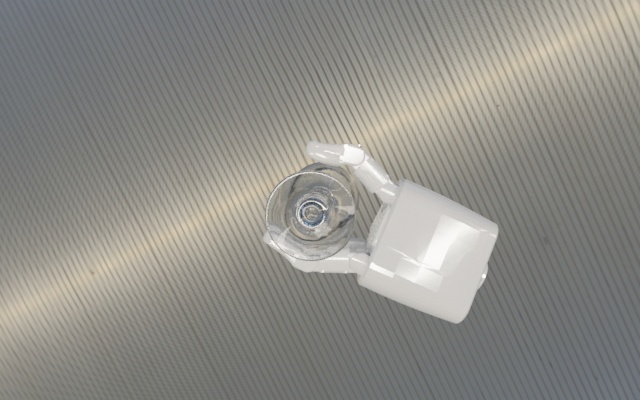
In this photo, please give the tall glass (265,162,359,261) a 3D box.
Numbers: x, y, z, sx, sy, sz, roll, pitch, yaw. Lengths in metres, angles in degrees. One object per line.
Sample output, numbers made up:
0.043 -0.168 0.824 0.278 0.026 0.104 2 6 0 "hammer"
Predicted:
0.000 0.002 0.480 0.079 0.079 0.201 0 7 4 "tall glass"
